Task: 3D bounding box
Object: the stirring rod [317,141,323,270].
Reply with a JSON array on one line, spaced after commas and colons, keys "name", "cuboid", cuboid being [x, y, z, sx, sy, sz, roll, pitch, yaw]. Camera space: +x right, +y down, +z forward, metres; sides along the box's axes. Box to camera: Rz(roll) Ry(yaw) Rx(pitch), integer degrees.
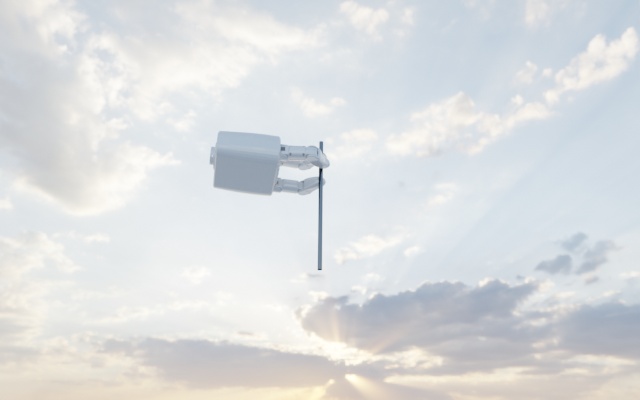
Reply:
[{"name": "stirring rod", "cuboid": [0.000, 0.003, 0.820, 0.011, 0.239, 0.011, 1, -25, 0]}]
